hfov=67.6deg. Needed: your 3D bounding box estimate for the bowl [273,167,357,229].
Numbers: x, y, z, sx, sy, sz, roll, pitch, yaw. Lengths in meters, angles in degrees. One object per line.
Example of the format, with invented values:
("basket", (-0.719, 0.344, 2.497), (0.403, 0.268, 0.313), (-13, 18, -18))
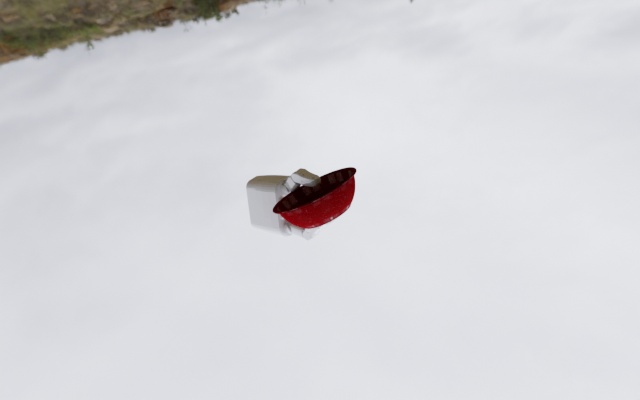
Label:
("bowl", (0.001, 0.003, 0.826), (0.162, 0.055, 0.162), (-26, 13, 6))
